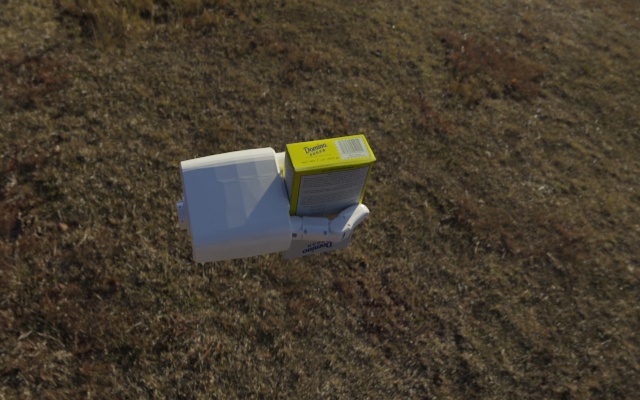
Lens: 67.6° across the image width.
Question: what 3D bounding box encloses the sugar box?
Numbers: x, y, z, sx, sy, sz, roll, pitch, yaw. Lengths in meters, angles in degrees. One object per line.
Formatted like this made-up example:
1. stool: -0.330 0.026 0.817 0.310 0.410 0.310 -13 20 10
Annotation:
1. sugar box: 0.000 0.001 0.574 0.093 0.048 0.176 -9 -33 -16
